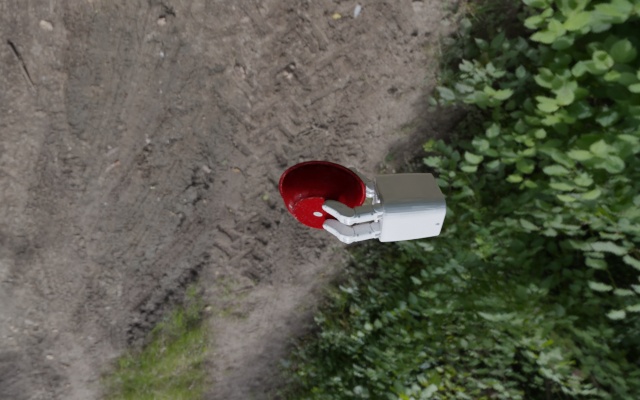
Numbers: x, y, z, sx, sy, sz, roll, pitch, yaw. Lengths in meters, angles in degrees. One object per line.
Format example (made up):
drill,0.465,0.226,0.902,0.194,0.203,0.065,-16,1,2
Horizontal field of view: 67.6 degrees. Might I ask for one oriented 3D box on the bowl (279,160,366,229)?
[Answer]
bowl,-0.001,0.003,0.854,0.162,0.055,0.162,5,-38,4
